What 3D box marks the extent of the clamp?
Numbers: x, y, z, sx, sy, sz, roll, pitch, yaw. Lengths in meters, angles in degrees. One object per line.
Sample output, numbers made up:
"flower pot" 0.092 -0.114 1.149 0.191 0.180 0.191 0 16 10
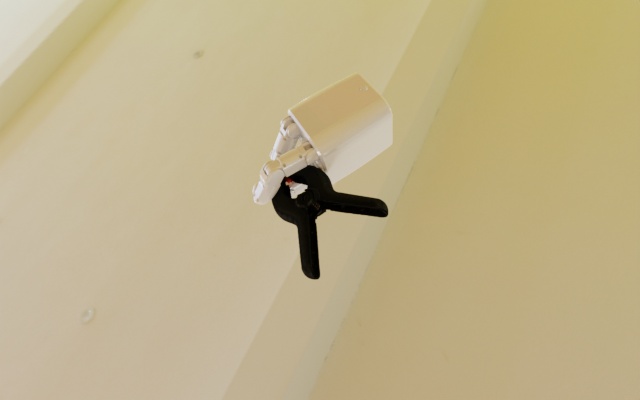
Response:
"clamp" 0.000 0.002 0.579 0.120 0.171 0.039 -32 -38 -3
